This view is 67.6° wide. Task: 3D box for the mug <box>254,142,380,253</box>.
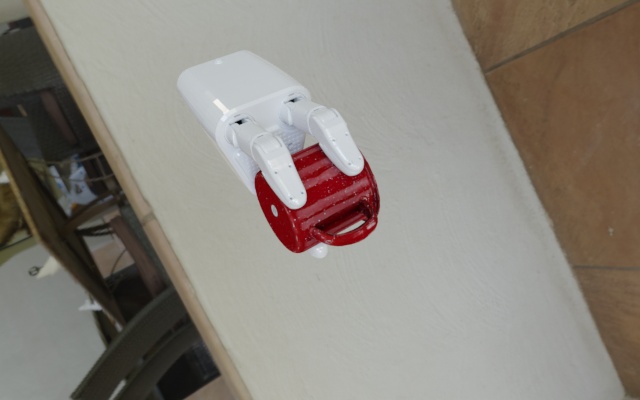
[{"bbox_3d":[0.001,0.002,0.421,0.081,0.093,0.117,-27,46,-20],"label":"mug"}]
